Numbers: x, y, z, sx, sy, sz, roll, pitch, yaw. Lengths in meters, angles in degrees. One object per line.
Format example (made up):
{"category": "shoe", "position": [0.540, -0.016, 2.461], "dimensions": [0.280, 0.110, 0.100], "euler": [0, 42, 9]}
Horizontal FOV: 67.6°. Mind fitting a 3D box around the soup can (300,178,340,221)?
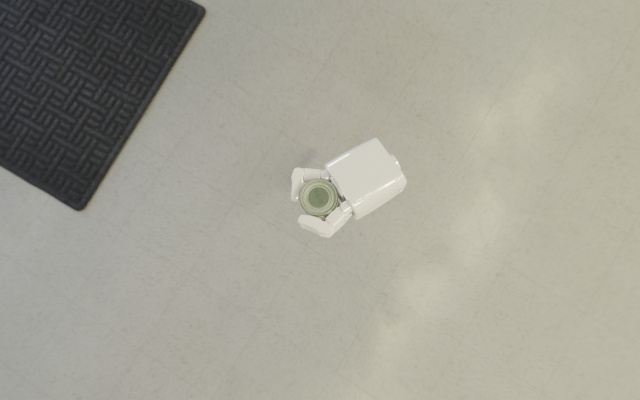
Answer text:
{"category": "soup can", "position": [0.000, 0.003, 0.859], "dimensions": [0.068, 0.068, 0.102], "euler": [0, -10, 3]}
